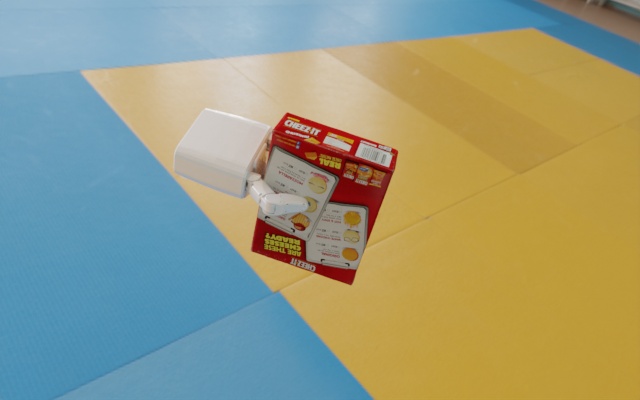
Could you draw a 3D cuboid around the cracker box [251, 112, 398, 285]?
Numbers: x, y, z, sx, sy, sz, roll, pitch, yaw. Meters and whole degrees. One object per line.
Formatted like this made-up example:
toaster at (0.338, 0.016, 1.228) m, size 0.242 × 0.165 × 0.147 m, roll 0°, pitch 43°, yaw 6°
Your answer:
cracker box at (0.000, 0.002, 0.680) m, size 0.164 × 0.214 × 0.072 m, roll 19°, pitch 37°, yaw 5°
